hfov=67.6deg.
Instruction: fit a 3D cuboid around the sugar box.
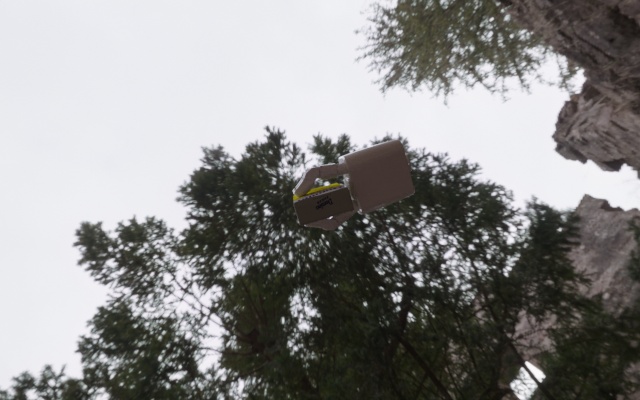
[{"bbox_3d":[0.000,0.002,0.840,0.093,0.048,0.176,-17,3,-3],"label":"sugar box"}]
